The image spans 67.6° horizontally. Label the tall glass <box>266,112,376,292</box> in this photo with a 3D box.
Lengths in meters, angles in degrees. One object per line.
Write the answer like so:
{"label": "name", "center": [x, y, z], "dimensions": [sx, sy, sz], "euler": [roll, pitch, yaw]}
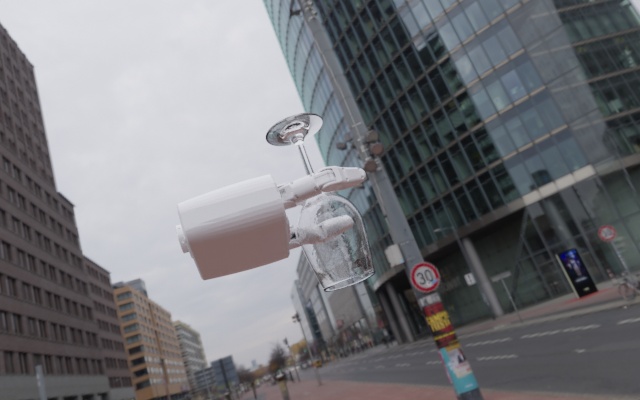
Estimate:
{"label": "tall glass", "center": [0.000, 0.001, 0.560], "dimensions": [0.079, 0.201, 0.079], "euler": [-19, -17, -6]}
